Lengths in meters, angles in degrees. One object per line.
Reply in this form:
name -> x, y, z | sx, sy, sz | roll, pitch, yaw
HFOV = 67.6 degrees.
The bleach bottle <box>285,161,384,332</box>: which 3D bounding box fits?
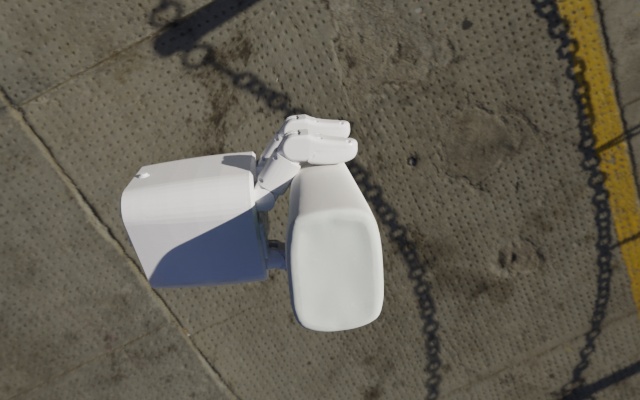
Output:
bleach bottle -> 0.000, 0.001, 0.440 | 0.068, 0.103, 0.250 | -6, 23, -3
